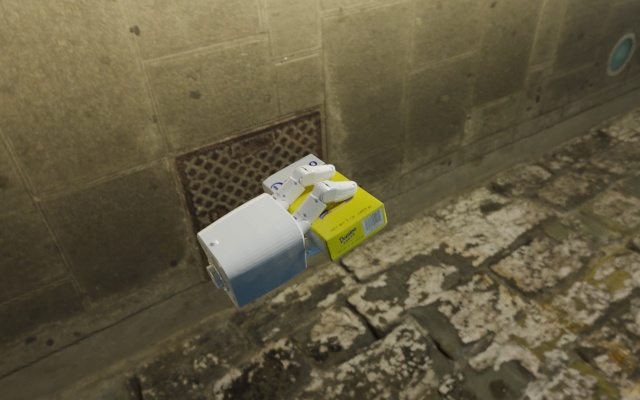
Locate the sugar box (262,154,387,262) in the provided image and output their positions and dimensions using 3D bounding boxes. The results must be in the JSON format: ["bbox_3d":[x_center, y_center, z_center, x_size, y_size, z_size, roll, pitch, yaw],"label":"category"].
[{"bbox_3d":[0.000,0.002,0.656,0.093,0.048,0.176,-31,43,-19],"label":"sugar box"}]
